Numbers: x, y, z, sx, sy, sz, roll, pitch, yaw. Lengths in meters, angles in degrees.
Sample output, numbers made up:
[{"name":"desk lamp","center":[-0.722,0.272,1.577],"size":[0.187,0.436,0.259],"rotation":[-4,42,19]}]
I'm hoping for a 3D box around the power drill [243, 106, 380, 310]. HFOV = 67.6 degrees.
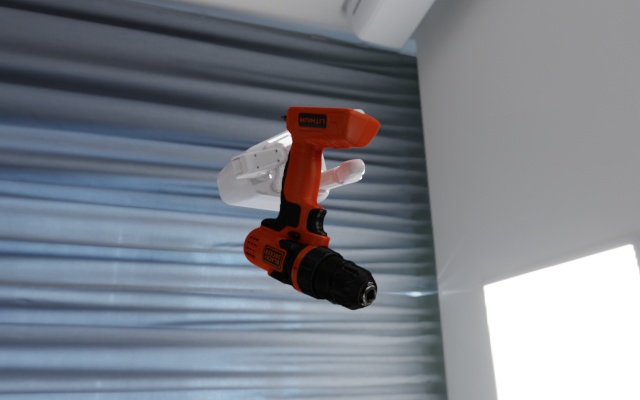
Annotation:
[{"name":"power drill","center":[0.000,0.001,0.487],"size":[0.184,0.187,0.057],"rotation":[15,0,45]}]
